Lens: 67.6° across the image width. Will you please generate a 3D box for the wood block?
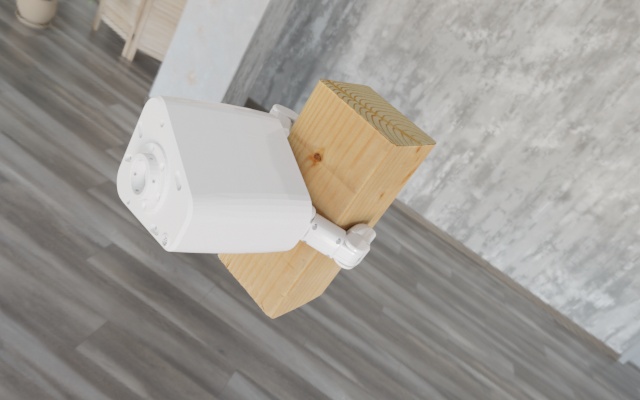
[{"bbox_3d":[0.000,0.002,0.451,0.090,0.206,0.090,45,29,21],"label":"wood block"}]
